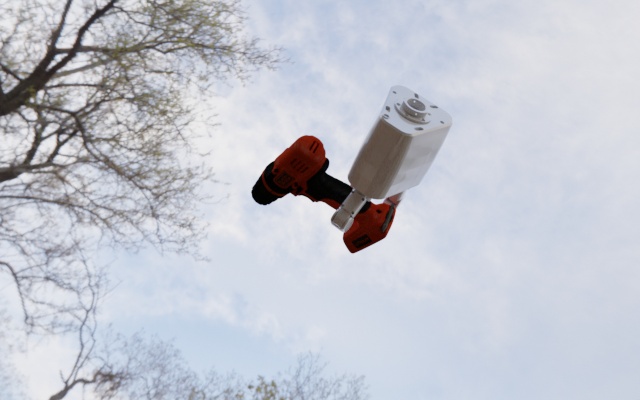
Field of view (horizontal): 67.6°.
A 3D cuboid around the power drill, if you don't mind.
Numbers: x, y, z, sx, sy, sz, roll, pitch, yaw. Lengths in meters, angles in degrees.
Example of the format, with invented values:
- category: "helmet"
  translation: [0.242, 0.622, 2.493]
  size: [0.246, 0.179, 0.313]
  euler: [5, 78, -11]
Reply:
- category: "power drill"
  translation: [0.001, 0.002, 0.697]
  size: [0.188, 0.057, 0.184]
  euler: [34, -32, -14]
